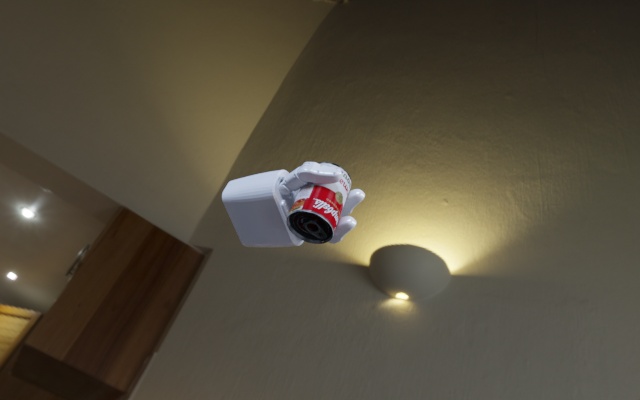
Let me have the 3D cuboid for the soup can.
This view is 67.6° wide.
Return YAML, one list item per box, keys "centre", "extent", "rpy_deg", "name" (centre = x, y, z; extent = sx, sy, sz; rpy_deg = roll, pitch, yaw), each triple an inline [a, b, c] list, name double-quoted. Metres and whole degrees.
- centre: [0.001, 0.002, 0.685]
  extent: [0.068, 0.102, 0.069]
  rpy_deg: [13, -41, 11]
  name: "soup can"
